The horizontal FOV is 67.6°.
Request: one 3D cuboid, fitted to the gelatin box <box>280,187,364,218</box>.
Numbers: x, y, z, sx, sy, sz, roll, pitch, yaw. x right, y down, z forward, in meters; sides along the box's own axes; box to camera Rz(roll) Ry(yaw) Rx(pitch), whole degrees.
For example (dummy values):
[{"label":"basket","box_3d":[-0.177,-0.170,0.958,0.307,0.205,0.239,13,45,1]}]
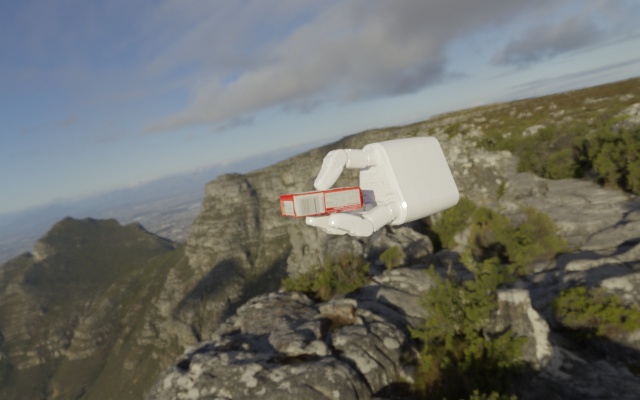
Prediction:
[{"label":"gelatin box","box_3d":[0.000,0.002,0.602,0.089,0.030,0.073,-7,3,-18]}]
